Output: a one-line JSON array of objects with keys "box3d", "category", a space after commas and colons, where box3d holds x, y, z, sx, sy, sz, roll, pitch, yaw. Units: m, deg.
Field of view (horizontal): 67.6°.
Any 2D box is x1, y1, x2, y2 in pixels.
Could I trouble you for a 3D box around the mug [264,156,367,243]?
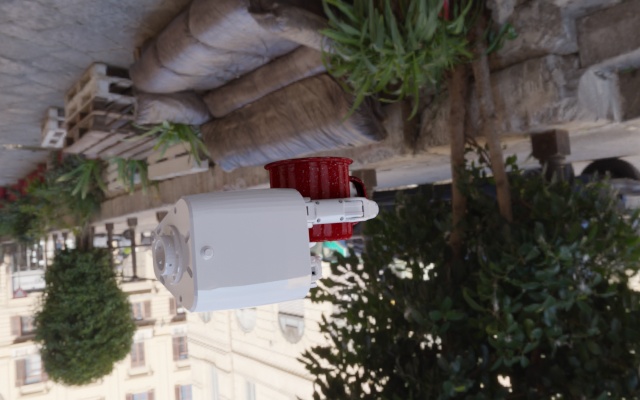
[{"box3d": [0.001, 0.002, 0.501, 0.117, 0.081, 0.093, -2, -4, -35], "category": "mug"}]
